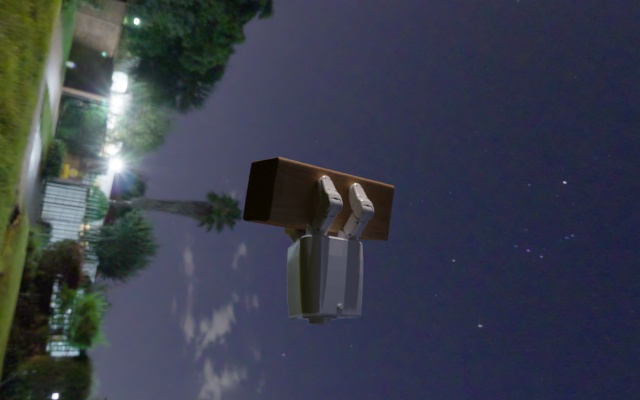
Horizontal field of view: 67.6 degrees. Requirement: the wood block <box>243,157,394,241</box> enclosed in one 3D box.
[{"bbox_3d":[0.000,0.003,0.721,0.206,0.090,0.091,12,-8,-32],"label":"wood block"}]
